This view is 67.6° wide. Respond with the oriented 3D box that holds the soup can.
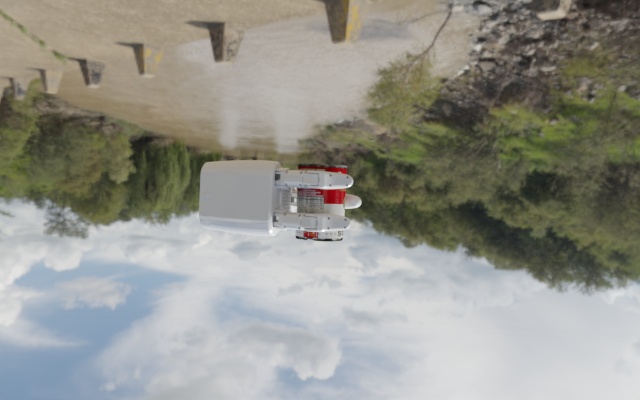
[{"bbox_3d":[0.001,0.002,0.653,0.068,0.102,0.068,3,1,0],"label":"soup can"}]
